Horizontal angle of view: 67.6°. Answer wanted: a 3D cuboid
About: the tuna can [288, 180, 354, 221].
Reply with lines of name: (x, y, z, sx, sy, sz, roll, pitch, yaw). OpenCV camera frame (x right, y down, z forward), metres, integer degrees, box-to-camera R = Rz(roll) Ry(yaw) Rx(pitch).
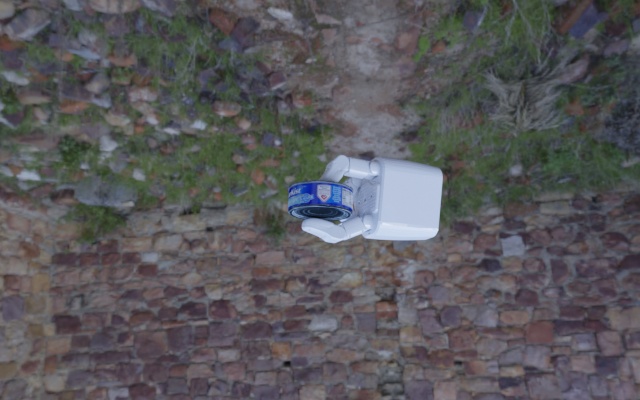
tuna can: (0.000, 0.003, 0.624, 0.086, 0.033, 0.086, 2, -15, 1)
